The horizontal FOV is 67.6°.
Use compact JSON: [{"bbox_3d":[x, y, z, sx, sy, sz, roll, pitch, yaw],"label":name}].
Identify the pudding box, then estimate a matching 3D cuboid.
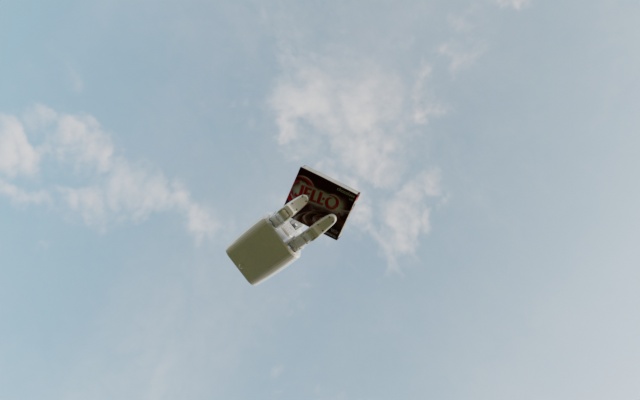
[{"bbox_3d":[0.000,0.003,0.826,0.113,0.090,0.039,25,16,6],"label":"pudding box"}]
